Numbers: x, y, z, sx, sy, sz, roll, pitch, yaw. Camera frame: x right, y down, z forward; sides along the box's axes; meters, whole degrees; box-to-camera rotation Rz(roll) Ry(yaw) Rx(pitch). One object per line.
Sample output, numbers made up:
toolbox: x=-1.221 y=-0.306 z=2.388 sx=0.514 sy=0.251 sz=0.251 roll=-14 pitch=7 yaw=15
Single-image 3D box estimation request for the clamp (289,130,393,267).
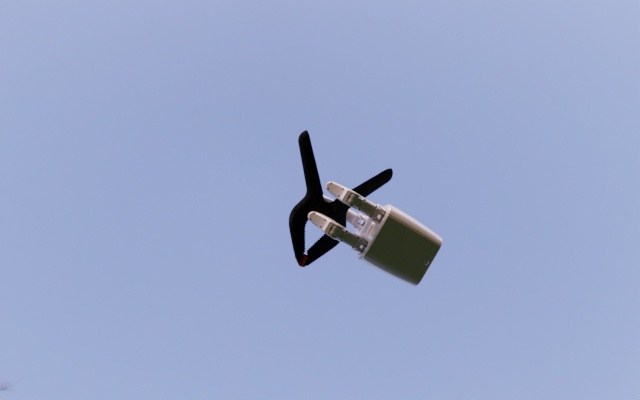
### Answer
clamp: x=0.000 y=0.003 z=0.767 sx=0.164 sy=0.210 sz=0.036 roll=30 pitch=1 yaw=-10
